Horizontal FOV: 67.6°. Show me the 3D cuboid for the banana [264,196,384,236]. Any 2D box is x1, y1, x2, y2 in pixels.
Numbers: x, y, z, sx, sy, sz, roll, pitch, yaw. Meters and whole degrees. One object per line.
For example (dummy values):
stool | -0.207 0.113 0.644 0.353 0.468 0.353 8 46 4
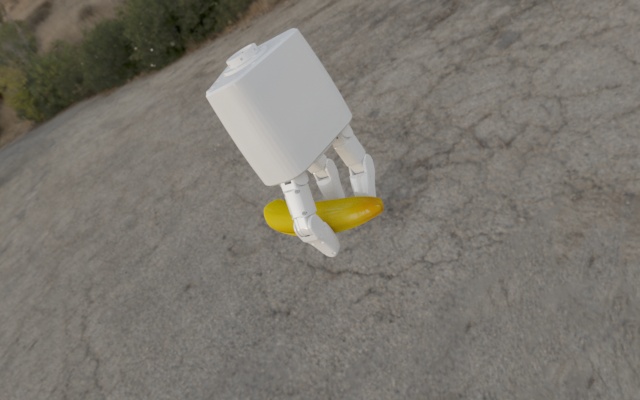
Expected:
banana | -0.014 0.013 0.543 0.069 0.037 0.198 -42 24 -25
